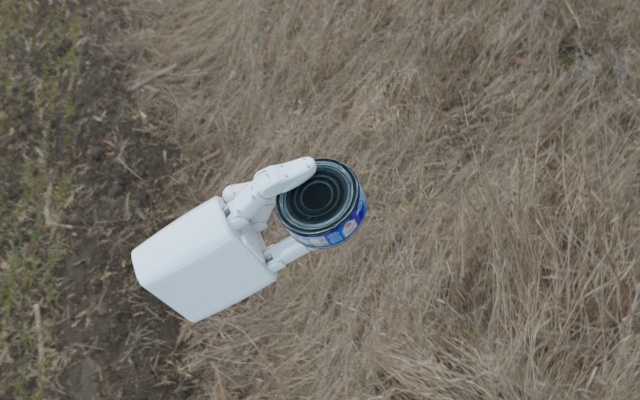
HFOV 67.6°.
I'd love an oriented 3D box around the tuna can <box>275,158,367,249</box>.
[{"bbox_3d":[0.000,0.001,0.466,0.086,0.086,0.034,0,-28,19],"label":"tuna can"}]
